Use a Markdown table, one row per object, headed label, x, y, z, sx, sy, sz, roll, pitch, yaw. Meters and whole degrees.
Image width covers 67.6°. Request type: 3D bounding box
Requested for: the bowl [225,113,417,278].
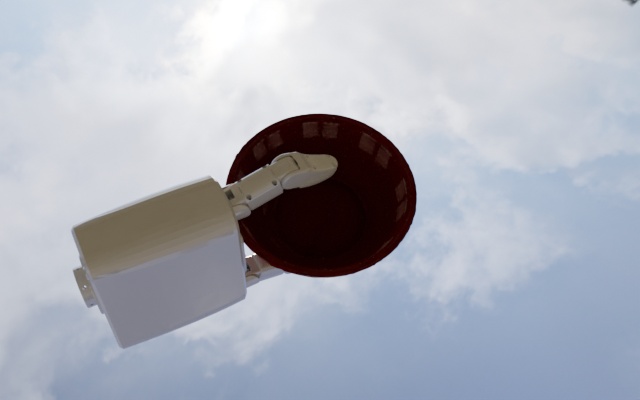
| label | x | y | z | sx | sy | sz | roll | pitch | yaw |
| --- | --- | --- | --- | --- | --- | --- | --- | --- | --- |
| bowl | 0.001 | 0.001 | 0.425 | 0.162 | 0.162 | 0.055 | 0 | -30 | -2 |
